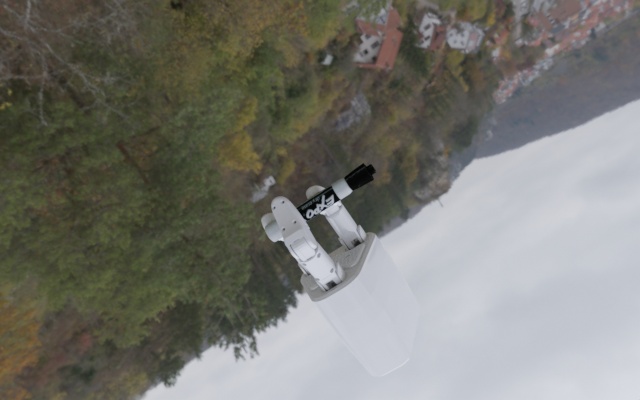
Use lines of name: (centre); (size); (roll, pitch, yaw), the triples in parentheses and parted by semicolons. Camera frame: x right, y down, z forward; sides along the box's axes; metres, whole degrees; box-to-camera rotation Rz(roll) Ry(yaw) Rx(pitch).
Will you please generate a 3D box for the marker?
marker: (0.000, 0.001, 0.458); (0.121, 0.020, 0.020); (-33, -8, 12)
